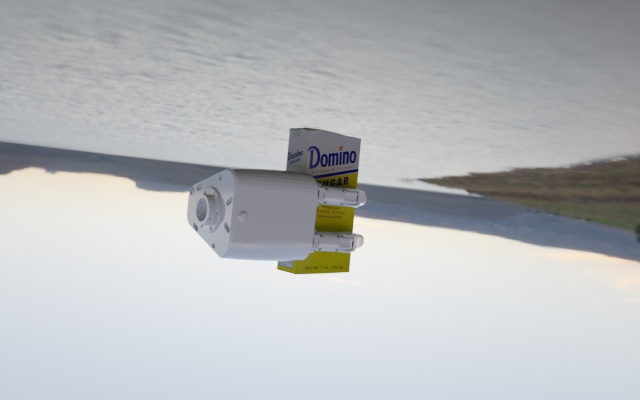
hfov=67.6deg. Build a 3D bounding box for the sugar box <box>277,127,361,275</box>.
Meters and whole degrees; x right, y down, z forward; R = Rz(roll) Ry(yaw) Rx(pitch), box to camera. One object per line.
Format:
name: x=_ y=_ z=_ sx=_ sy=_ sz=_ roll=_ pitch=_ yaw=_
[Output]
sugar box: x=0.000 y=0.002 z=0.602 sx=0.093 sy=0.176 sz=0.048 roll=4 pitch=3 yaw=-41
